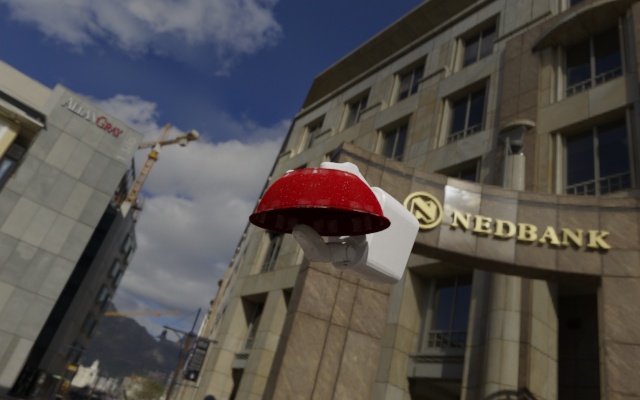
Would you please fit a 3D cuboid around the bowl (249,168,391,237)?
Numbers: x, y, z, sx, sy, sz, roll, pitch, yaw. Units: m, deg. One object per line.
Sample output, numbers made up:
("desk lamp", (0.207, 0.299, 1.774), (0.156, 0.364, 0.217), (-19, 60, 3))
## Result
("bowl", (0.000, 0.001, 0.550), (0.162, 0.055, 0.162), (2, -14, 0))
